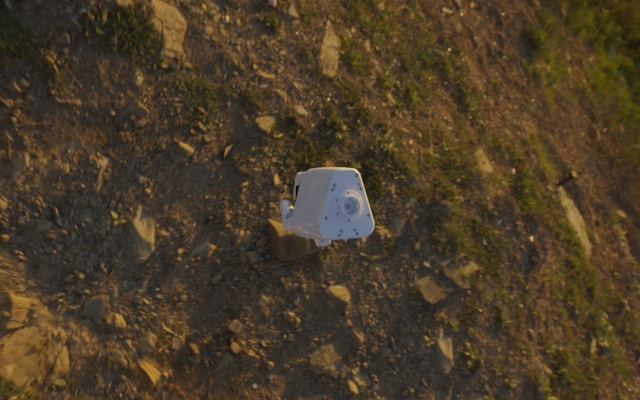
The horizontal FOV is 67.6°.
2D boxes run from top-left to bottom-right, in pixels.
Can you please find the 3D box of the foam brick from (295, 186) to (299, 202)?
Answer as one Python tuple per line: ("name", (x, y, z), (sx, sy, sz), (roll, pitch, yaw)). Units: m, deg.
("foam brick", (0.000, 0.003, 0.827), (0.078, 0.053, 0.051), (-3, 13, -25))
